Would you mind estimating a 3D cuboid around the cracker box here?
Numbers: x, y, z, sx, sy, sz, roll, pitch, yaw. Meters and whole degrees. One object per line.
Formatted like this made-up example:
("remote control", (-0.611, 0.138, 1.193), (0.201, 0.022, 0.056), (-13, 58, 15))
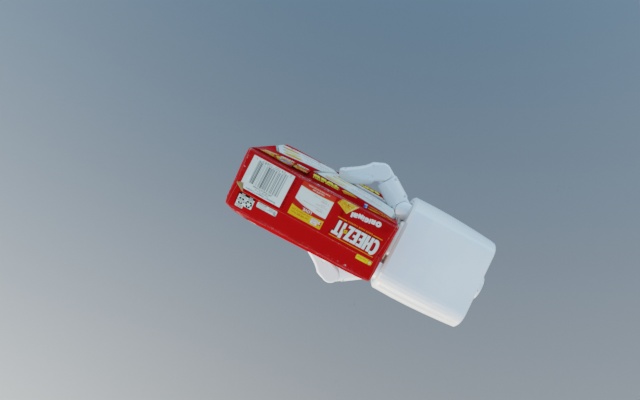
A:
("cracker box", (0.000, 0.002, 0.558), (0.164, 0.072, 0.213), (28, 9, 2))
